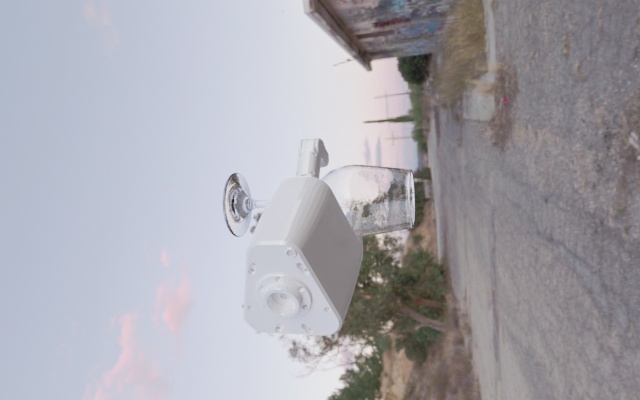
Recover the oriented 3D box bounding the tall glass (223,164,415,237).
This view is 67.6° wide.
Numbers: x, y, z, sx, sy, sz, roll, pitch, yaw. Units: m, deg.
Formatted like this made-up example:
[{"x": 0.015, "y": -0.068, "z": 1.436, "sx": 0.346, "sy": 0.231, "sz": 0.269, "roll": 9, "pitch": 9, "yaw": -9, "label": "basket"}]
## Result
[{"x": -0.001, "y": 0.002, "z": 0.523, "sx": 0.201, "sy": 0.079, "sz": 0.079, "roll": -2, "pitch": -1, "yaw": 15, "label": "tall glass"}]
